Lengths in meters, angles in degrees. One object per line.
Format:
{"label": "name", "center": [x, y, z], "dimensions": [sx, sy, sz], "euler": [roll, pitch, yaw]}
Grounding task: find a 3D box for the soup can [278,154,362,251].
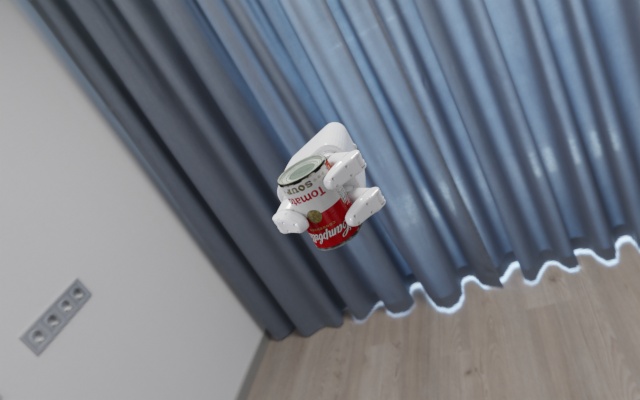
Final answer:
{"label": "soup can", "center": [0.000, 0.002, 0.595], "dimensions": [0.068, 0.102, 0.068], "euler": [-26, 23, 12]}
